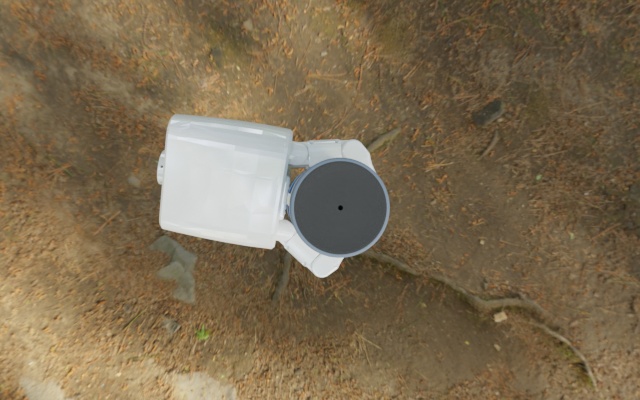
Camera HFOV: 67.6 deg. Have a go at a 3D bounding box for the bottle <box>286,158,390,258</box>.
[{"bbox_3d":[0.000,0.002,0.460,0.069,0.069,0.295,0,1,-5],"label":"bottle"}]
